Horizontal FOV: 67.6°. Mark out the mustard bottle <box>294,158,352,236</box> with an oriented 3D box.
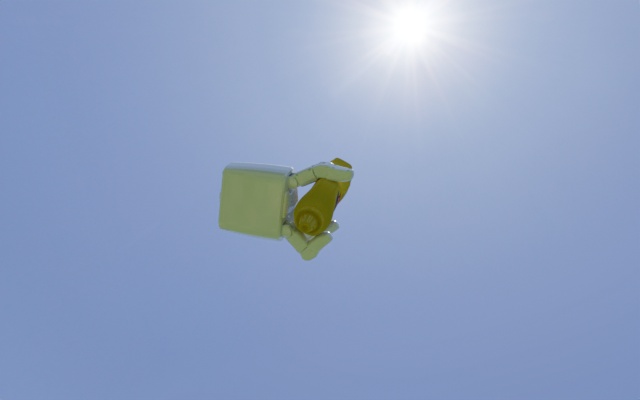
[{"bbox_3d":[0.001,0.002,0.754,0.058,0.096,0.191,30,26,2],"label":"mustard bottle"}]
